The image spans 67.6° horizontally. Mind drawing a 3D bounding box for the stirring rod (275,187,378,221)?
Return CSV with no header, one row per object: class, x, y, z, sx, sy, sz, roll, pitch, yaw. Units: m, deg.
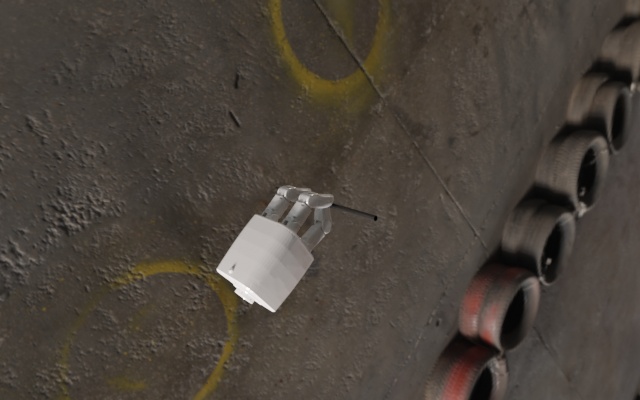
stirring rod,0.000,0.003,0.769,0.011,0.011,0.239,0,11,-42
